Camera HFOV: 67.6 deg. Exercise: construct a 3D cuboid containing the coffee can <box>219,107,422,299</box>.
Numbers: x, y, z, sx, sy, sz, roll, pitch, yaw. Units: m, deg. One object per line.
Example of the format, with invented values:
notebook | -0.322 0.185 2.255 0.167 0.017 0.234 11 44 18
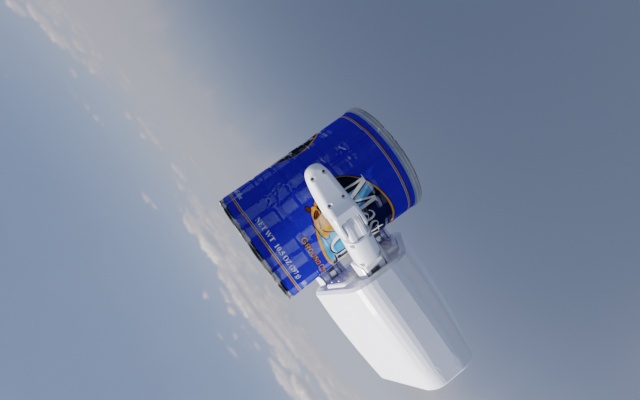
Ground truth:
coffee can | 0.000 0.001 0.412 0.140 0.103 0.103 -36 5 -8
